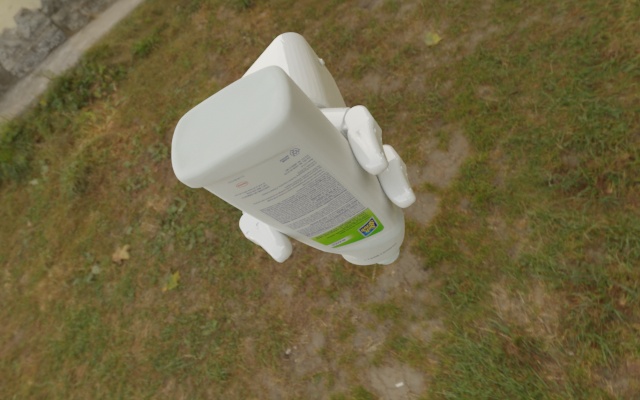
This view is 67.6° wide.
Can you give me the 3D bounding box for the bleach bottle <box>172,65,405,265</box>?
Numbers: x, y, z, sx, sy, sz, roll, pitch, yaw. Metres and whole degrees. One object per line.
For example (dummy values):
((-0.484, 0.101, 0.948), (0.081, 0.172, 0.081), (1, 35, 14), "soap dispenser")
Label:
((0.000, 0.001, 0.407), (0.102, 0.068, 0.251), (-26, -38, 19), "bleach bottle")
